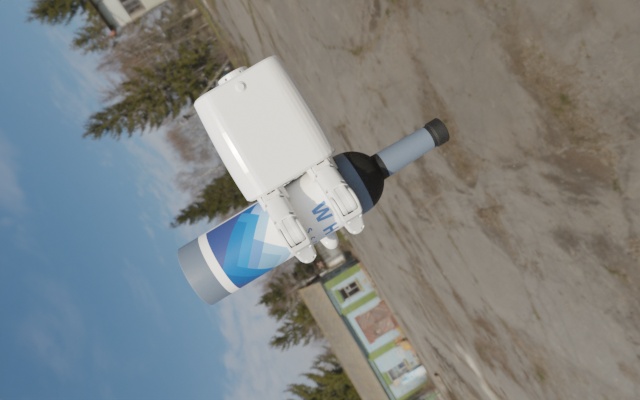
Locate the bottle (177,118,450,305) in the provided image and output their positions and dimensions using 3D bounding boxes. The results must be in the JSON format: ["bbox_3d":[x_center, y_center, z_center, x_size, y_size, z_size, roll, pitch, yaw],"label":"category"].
[{"bbox_3d":[0.000,0.002,0.488,0.295,0.069,0.069,-31,1,-2],"label":"bottle"}]
